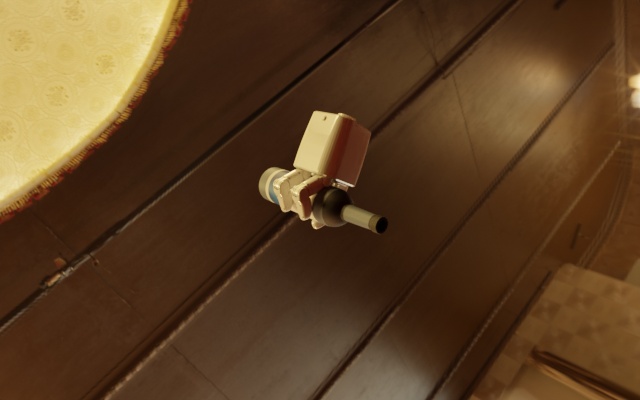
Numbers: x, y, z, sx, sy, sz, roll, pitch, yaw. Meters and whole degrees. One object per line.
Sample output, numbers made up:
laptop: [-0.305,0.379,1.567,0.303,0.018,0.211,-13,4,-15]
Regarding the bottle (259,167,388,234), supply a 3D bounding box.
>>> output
bottle: [0.000,0.003,0.828,0.069,0.069,0.295,0,14,-41]
